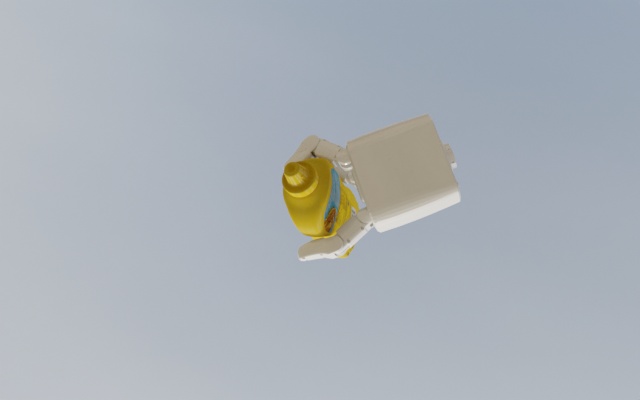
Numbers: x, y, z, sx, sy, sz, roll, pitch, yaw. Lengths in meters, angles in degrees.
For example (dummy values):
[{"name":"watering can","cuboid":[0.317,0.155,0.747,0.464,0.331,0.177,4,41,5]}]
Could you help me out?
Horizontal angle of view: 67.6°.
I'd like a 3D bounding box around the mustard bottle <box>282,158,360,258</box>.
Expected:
[{"name":"mustard bottle","cuboid":[0.000,0.002,0.595,0.058,0.096,0.192,3,-21,21]}]
